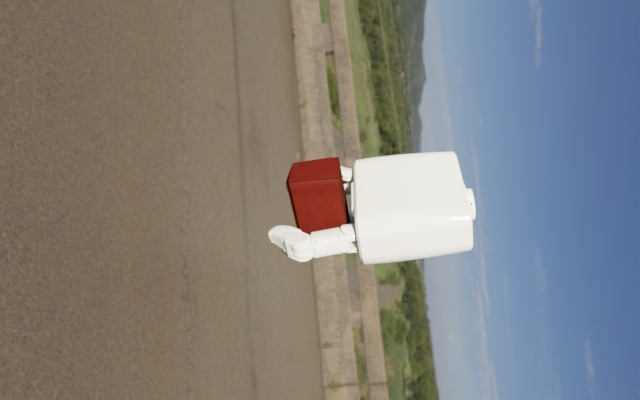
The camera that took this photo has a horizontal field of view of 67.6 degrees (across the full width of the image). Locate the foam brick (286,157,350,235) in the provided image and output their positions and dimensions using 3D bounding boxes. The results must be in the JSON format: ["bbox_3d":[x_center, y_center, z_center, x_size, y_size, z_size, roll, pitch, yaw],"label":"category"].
[{"bbox_3d":[0.000,0.001,0.490,0.051,0.078,0.053,-8,28,8],"label":"foam brick"}]
